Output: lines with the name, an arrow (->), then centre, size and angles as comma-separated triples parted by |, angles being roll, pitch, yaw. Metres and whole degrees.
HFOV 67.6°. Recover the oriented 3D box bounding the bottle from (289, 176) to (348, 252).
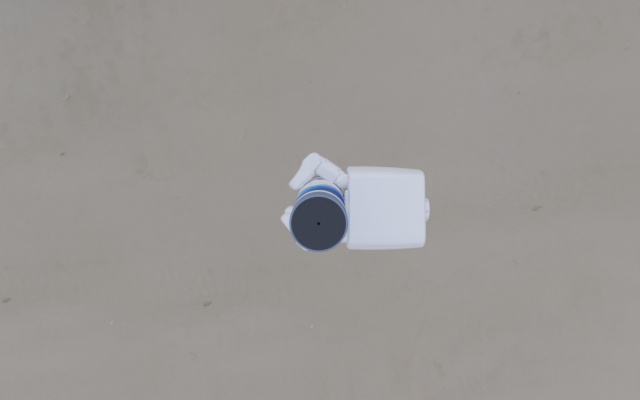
bottle -> 0.000, 0.002, 0.678 | 0.069, 0.069, 0.295 | 0, 9, 1
